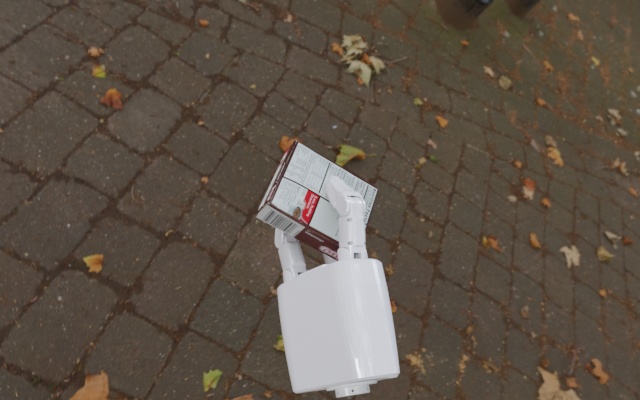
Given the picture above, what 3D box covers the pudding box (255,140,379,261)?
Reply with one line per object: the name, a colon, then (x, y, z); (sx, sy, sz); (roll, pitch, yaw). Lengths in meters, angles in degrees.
pudding box: (0.000, 0.002, 0.512); (0.113, 0.090, 0.039); (31, -34, -15)
